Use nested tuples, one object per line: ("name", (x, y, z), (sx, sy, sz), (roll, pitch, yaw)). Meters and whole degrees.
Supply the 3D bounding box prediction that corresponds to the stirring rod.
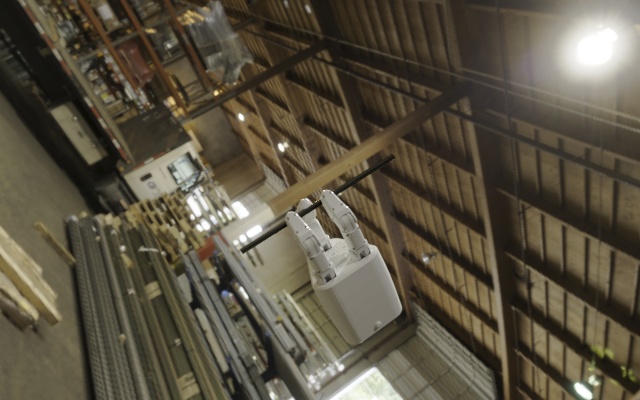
("stirring rod", (0.000, 0.002, 0.625), (0.239, 0.011, 0.011), (-32, 8, -13))
